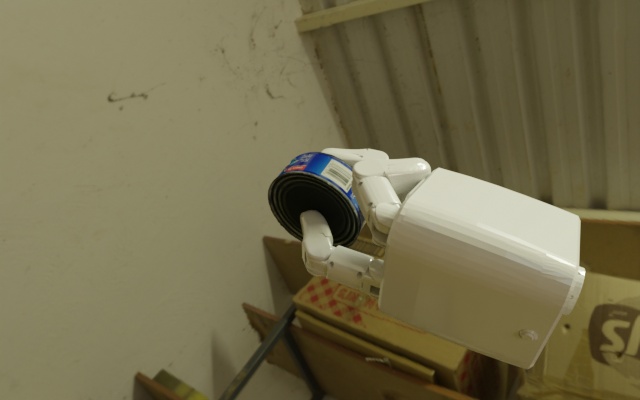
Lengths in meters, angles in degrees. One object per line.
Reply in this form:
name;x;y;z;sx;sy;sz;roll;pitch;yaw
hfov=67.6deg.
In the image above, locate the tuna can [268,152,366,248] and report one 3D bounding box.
tuna can;0.000;0.001;0.410;0.086;0.086;0.033;0;39;34
